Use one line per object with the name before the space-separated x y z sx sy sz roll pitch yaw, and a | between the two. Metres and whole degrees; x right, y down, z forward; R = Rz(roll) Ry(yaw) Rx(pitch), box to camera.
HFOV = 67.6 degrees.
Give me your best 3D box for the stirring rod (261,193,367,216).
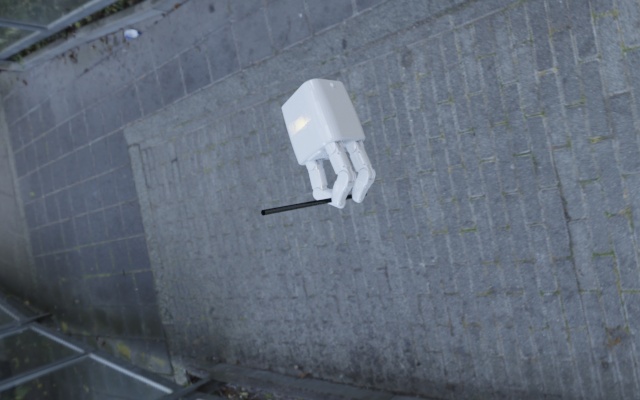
stirring rod | 0.000 0.002 0.725 0.011 0.011 0.239 0 7 40
